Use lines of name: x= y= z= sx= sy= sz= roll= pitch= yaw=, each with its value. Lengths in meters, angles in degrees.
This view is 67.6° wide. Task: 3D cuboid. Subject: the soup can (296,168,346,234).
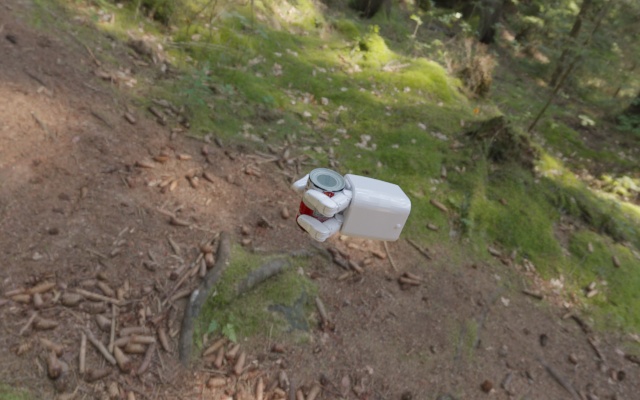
soup can: x=0.000 y=0.002 z=0.847 sx=0.068 sy=0.102 sz=0.068 roll=12 pitch=36 yaw=-8
